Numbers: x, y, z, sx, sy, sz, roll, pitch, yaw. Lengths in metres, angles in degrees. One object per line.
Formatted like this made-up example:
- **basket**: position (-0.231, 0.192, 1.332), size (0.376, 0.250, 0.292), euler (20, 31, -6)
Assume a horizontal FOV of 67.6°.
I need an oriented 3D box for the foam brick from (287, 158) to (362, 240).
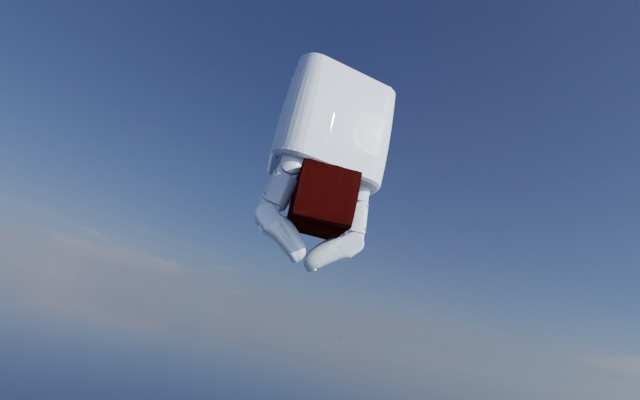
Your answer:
- **foam brick**: position (0.000, 0.001, 0.430), size (0.053, 0.051, 0.078), euler (15, -15, -6)
